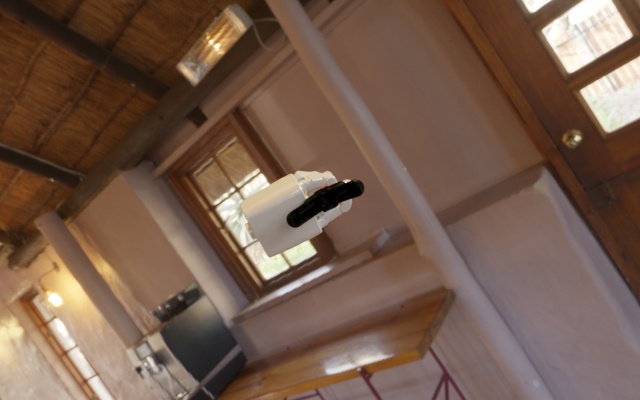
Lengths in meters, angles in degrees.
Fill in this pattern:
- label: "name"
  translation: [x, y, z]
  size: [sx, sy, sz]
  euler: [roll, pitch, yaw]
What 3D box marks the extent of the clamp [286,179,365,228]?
- label: "clamp"
  translation: [0.000, 0.002, 0.743]
  size: [0.120, 0.039, 0.171]
  euler: [-22, 2, -5]
